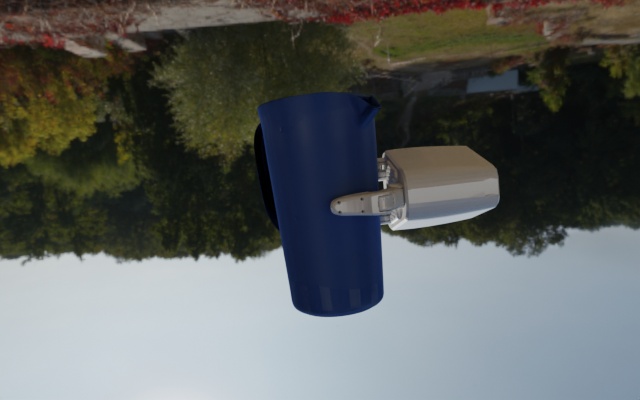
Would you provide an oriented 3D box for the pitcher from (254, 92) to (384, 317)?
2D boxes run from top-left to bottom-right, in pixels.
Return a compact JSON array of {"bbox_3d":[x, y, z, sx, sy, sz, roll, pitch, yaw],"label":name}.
[{"bbox_3d":[0.000,0.002,0.555,0.145,0.243,0.149,-6,4,-4],"label":"pitcher"}]
